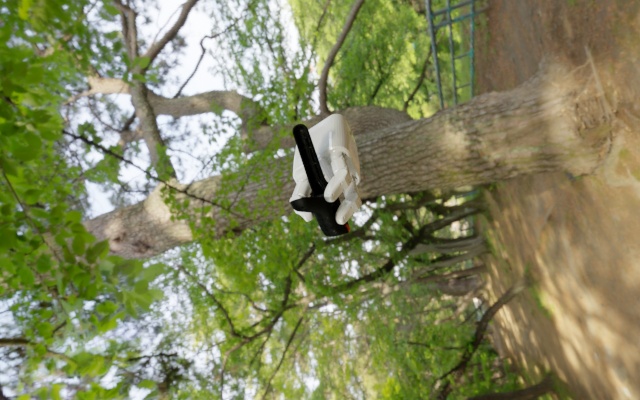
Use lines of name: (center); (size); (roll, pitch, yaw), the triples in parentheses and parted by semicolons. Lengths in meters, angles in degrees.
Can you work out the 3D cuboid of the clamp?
clamp: (0.000, 0.003, 0.769); (0.036, 0.164, 0.210); (-14, -47, 17)
